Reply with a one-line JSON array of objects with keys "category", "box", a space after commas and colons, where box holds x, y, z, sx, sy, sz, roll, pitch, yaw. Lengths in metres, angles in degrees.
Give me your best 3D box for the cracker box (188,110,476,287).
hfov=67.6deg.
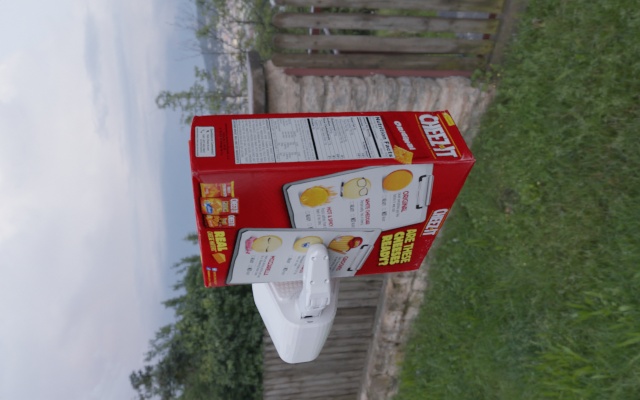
[{"category": "cracker box", "box": [0.000, 0.002, 0.422, 0.214, 0.072, 0.164, -4, -38, -12]}]
